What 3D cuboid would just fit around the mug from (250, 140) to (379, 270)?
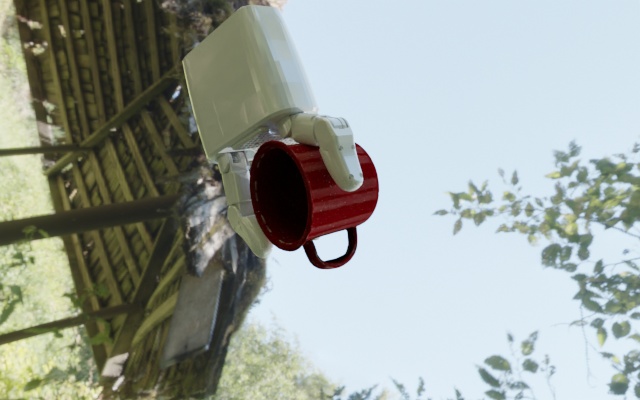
[{"bbox_3d":[0.001,0.003,0.414,0.081,0.117,0.093,-12,-10,-36],"label":"mug"}]
